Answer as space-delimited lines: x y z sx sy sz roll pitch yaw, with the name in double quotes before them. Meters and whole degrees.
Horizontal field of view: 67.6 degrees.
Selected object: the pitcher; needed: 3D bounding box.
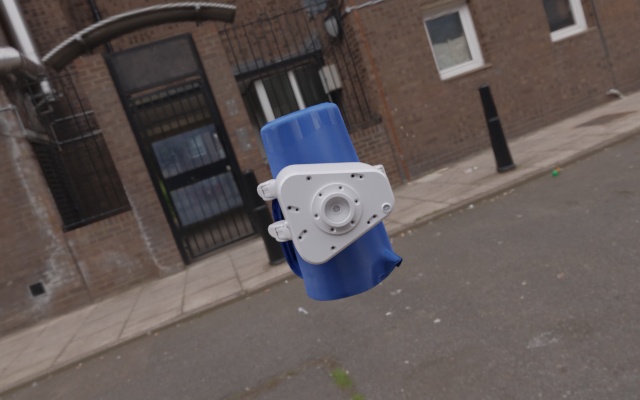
"pitcher" 0.000 0.002 0.646 0.149 0.243 0.145 -19 7 -2
